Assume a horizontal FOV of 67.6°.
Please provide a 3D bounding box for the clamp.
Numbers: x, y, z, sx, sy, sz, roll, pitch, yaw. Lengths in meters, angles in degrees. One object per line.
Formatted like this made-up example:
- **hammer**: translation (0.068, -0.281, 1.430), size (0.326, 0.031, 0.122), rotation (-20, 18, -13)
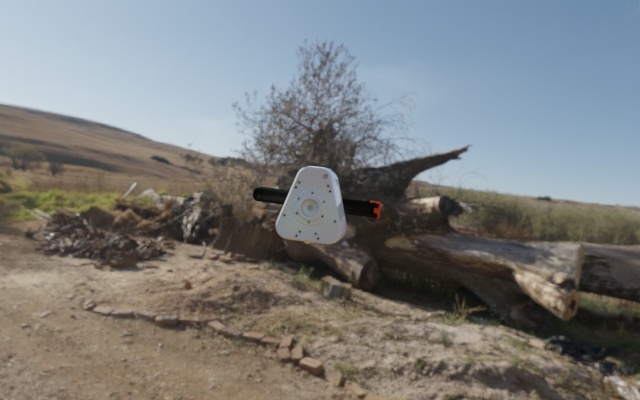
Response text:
- **clamp**: translation (0.001, 0.002, 0.841), size (0.210, 0.036, 0.164), rotation (8, 1, 5)
